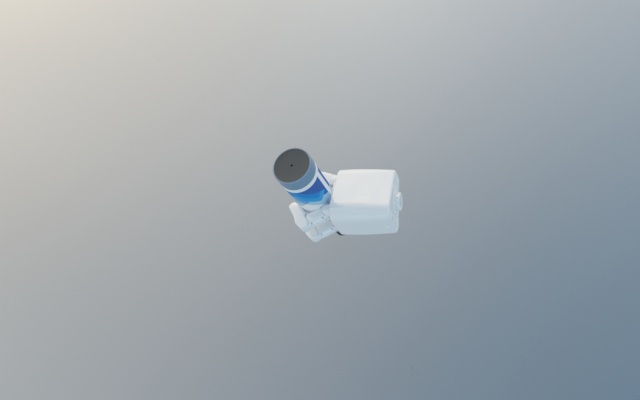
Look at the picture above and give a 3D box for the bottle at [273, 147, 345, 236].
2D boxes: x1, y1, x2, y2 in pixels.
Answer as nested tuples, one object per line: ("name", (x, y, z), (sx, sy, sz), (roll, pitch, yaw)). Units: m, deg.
("bottle", (0.000, 0.003, 0.890), (0.069, 0.069, 0.296), (0, -24, 20))
